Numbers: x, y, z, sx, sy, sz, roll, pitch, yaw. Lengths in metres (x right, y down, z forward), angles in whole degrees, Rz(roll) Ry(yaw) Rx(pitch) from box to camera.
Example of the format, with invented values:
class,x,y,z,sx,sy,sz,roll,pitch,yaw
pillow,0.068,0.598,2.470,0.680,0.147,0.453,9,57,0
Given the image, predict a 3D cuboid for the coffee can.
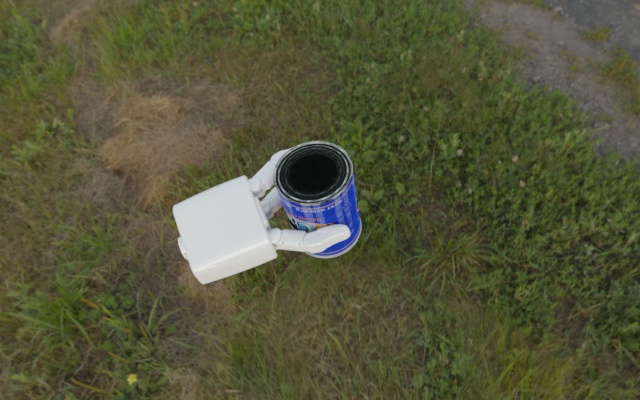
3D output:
class,x,y,z,sx,sy,sz,roll,pitch,yaw
coffee can,0.000,0.002,0.658,0.103,0.102,0.140,0,-34,10
